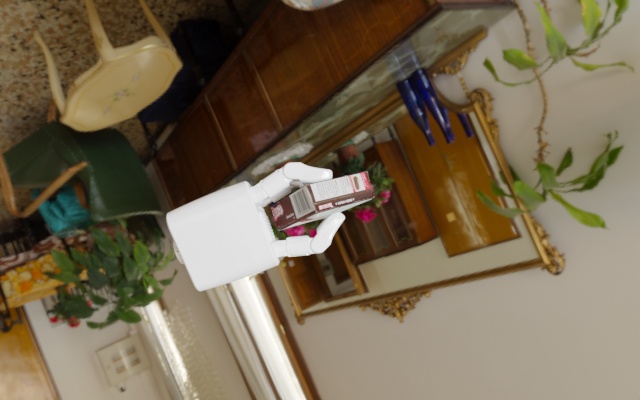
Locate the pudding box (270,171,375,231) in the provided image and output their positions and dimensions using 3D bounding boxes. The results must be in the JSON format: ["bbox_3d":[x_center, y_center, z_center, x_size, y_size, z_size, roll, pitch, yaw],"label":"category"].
[{"bbox_3d":[0.000,0.002,0.604,0.090,0.039,0.113,-15,-5,-31],"label":"pudding box"}]
